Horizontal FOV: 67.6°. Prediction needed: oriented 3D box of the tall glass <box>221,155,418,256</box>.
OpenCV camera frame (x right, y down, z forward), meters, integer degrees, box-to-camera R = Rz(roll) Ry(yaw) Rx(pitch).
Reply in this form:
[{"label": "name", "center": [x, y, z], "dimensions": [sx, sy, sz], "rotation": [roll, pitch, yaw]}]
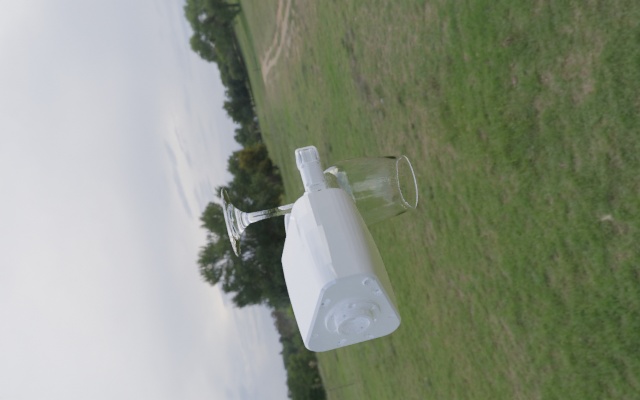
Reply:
[{"label": "tall glass", "center": [-0.001, 0.002, 0.519], "dimensions": [0.201, 0.079, 0.079], "rotation": [-13, 1, -5]}]
